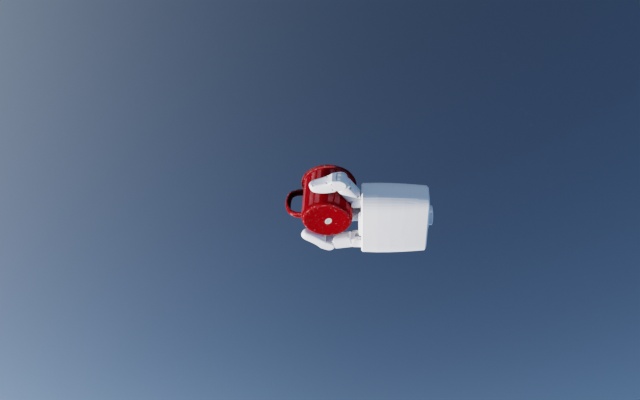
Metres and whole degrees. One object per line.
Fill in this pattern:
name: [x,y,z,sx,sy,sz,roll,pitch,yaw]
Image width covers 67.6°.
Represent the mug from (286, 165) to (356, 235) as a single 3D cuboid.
mug: [-0.001,0.003,0.783,0.117,0.081,0.093,-1,-41,6]
